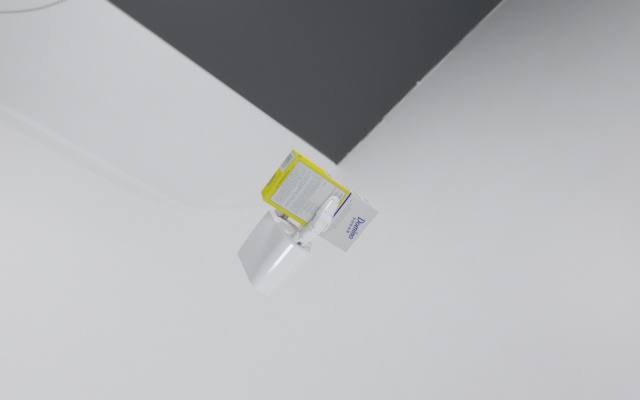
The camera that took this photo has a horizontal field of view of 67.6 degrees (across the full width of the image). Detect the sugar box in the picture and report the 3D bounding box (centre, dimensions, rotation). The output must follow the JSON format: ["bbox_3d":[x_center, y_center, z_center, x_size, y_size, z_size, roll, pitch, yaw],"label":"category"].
[{"bbox_3d":[0.000,0.002,0.792,0.176,0.093,0.048,34,11,-25],"label":"sugar box"}]
